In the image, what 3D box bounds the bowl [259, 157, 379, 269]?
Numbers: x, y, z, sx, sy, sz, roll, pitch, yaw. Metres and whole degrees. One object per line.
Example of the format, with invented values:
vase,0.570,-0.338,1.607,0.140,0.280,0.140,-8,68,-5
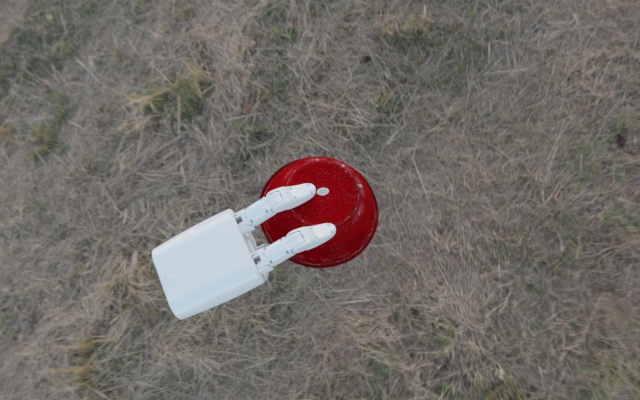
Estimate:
bowl,0.001,0.001,0.613,0.162,0.162,0.055,0,-25,-6
